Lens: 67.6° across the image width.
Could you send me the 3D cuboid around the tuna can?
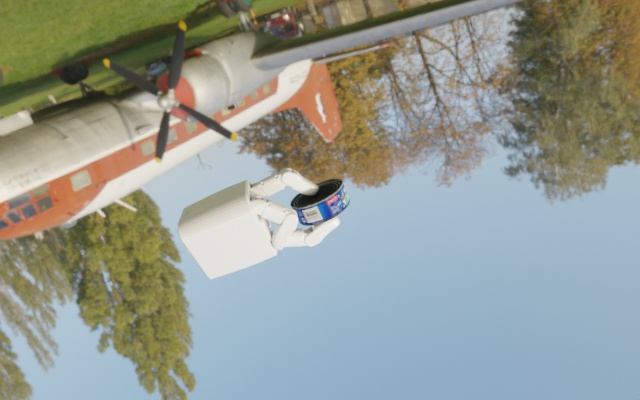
[{"bbox_3d":[0.000,0.003,0.716,0.086,0.034,0.086,-23,19,8],"label":"tuna can"}]
